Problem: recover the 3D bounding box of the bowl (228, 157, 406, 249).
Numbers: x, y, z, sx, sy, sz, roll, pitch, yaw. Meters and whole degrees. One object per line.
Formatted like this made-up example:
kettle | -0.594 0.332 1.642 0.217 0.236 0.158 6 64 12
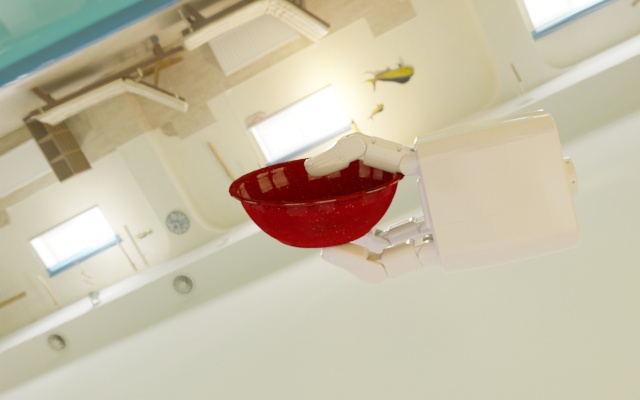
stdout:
bowl | -0.001 0.002 0.441 0.162 0.055 0.162 -6 17 2
